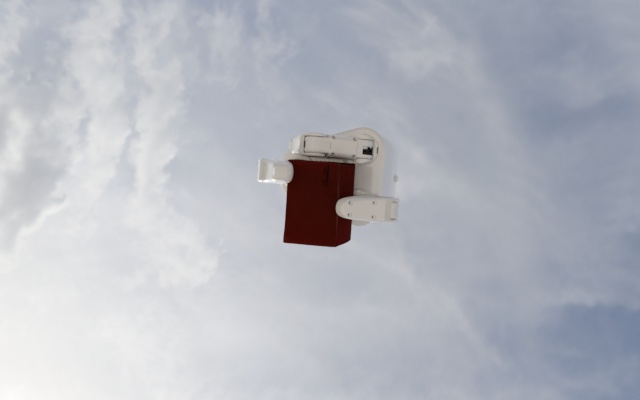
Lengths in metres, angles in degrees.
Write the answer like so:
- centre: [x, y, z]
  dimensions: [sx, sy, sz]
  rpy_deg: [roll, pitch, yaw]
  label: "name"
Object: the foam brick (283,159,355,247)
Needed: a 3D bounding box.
- centre: [0.000, 0.002, 0.449]
  dimensions: [0.053, 0.078, 0.051]
  rpy_deg: [6, 4, 19]
  label: "foam brick"
